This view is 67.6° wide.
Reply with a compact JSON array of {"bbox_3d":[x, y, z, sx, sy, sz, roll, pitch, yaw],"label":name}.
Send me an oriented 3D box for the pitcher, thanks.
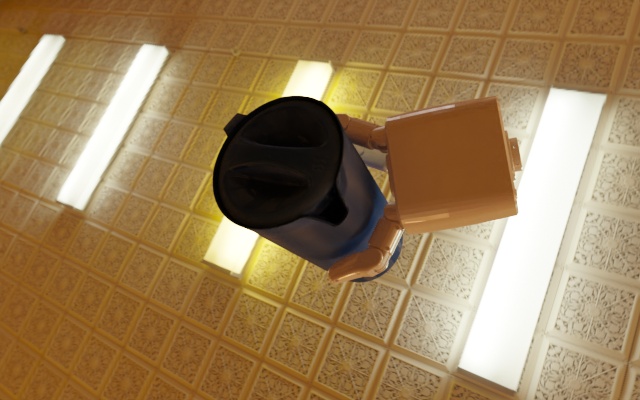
[{"bbox_3d":[0.000,0.002,0.520,0.145,0.149,0.243,-10,-27,22],"label":"pitcher"}]
